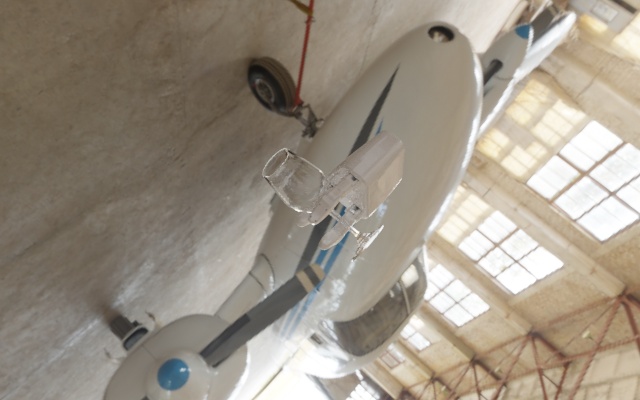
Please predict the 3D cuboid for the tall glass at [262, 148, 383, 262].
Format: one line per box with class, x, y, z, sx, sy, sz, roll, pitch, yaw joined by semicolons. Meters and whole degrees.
tall glass;0.001;0.003;0.758;0.201;0.079;0.079;41;10;11
